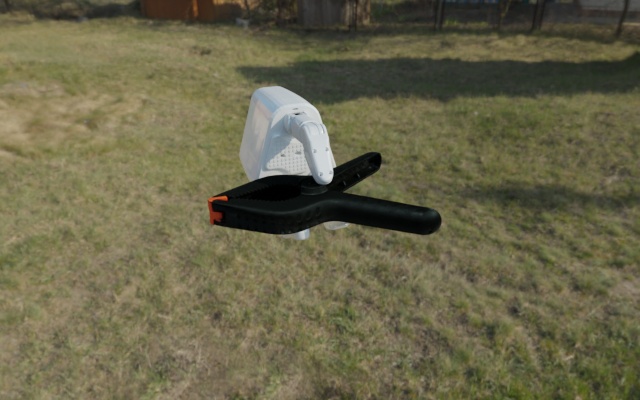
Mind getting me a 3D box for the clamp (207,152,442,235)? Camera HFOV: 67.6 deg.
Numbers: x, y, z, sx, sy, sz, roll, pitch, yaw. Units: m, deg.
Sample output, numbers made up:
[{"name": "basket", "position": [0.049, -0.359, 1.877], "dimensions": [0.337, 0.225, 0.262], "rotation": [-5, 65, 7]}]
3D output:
[{"name": "clamp", "position": [-0.001, 0.001, 0.466], "dimensions": [0.210, 0.036, 0.164], "rotation": [-10, 28, -18]}]
